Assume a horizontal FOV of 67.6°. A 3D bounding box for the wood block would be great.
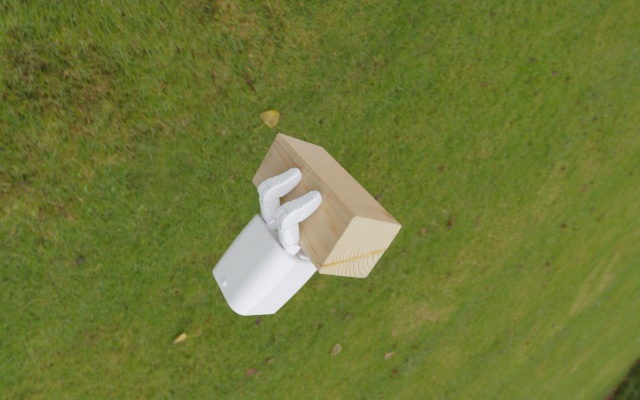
[{"bbox_3d":[0.000,0.003,0.656,0.091,0.090,0.206,14,25,-42],"label":"wood block"}]
